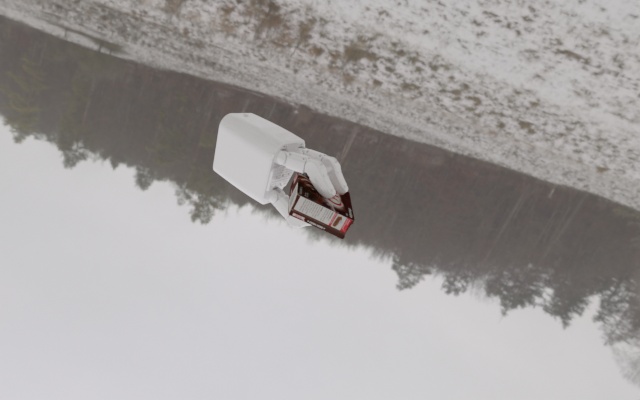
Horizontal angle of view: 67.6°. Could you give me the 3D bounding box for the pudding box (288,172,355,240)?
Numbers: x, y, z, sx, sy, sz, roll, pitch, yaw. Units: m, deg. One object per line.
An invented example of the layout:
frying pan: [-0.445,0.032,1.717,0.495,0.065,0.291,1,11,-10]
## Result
pudding box: [0.000,0.002,0.702,0.090,0.039,0.113,24,22,-11]
